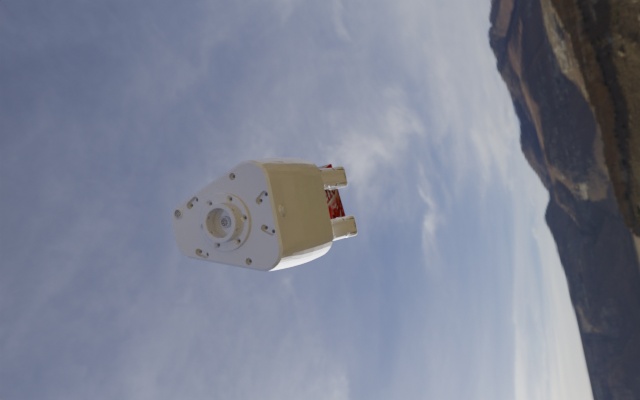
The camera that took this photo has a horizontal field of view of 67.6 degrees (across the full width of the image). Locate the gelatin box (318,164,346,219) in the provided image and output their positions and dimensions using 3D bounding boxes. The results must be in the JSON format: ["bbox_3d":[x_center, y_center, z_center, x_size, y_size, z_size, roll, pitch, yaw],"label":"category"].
[{"bbox_3d":[0.000,0.002,0.565,0.030,0.073,0.089,-12,11,19],"label":"gelatin box"}]
